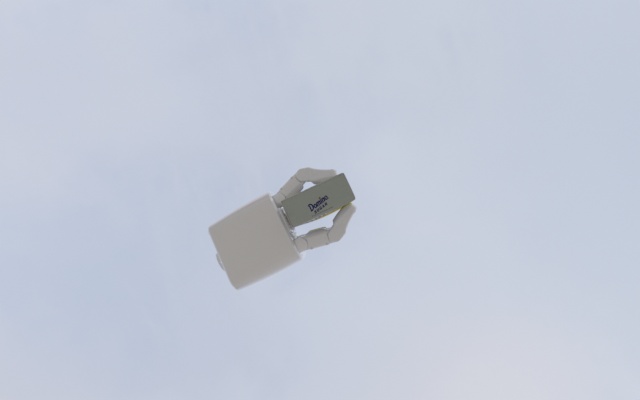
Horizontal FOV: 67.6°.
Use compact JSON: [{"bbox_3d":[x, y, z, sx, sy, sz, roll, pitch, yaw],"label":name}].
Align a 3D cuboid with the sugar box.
[{"bbox_3d":[0.000,0.003,0.700,0.093,0.048,0.176,-25,0,2],"label":"sugar box"}]
